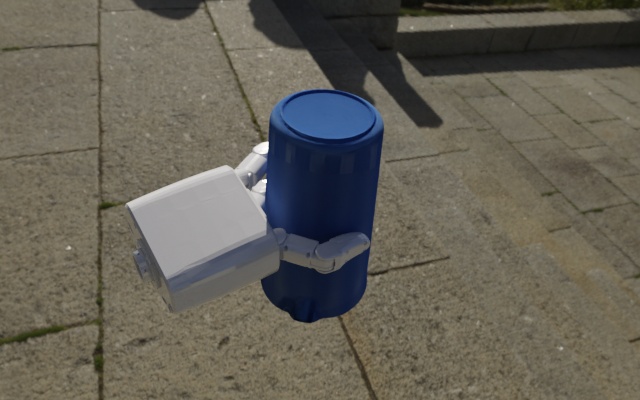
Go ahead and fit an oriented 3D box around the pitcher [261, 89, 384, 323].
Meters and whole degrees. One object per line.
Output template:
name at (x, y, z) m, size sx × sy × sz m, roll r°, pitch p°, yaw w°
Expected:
pitcher at (0.000, 0.002, 0.528) m, size 0.145 × 0.243 × 0.149 m, roll -22°, pitch 48°, yaw -27°
